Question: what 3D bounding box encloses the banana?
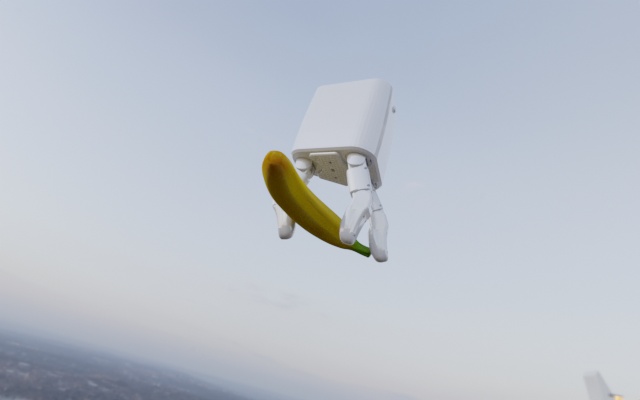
[{"bbox_3d":[-0.013,0.003,0.520,0.069,0.037,0.198,1,-29,39],"label":"banana"}]
